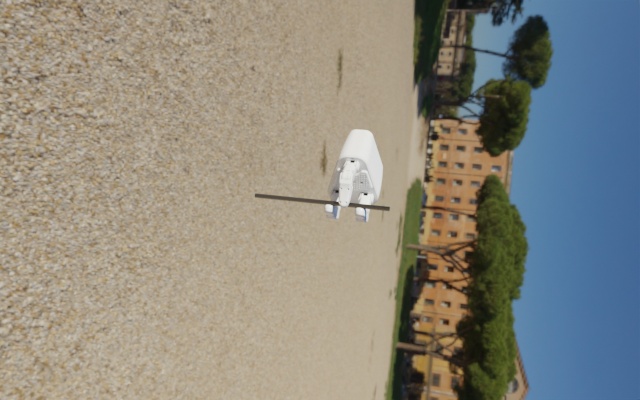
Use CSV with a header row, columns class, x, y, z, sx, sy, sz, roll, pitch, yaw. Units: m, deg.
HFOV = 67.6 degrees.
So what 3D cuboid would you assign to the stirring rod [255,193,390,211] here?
class,x,y,z,sx,sy,sz,roll,pitch,yaw
stirring rod,0.000,0.003,0.834,0.239,0.011,0.011,6,1,12
